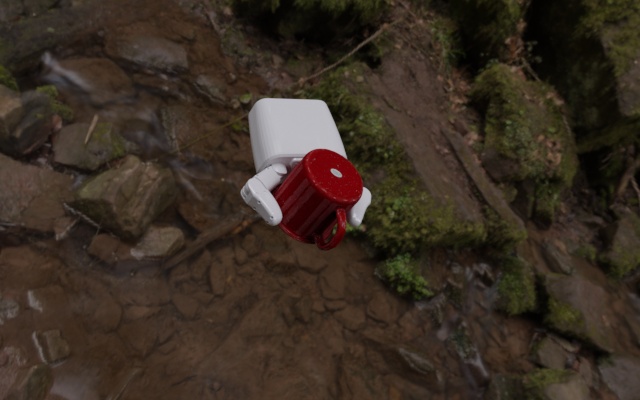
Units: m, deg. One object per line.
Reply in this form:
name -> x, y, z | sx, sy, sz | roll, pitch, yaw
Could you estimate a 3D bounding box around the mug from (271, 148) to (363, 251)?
mug -> 0.000, 0.003, 0.564 | 0.093, 0.117, 0.081 | 8, -39, -34
